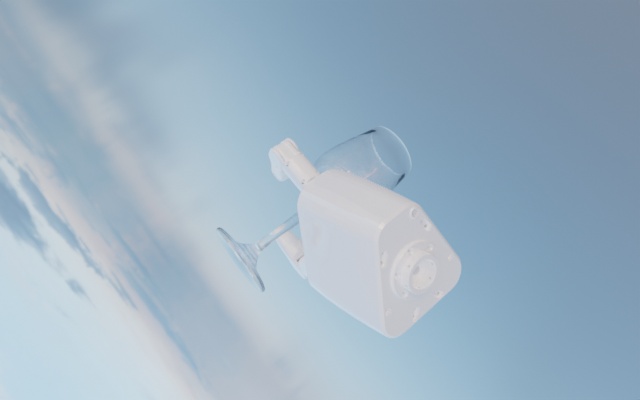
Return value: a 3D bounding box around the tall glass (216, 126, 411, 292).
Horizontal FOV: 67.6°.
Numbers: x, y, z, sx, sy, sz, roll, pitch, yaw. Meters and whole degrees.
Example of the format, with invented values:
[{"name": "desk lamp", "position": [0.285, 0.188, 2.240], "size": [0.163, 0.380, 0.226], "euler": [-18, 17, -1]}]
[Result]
[{"name": "tall glass", "position": [-0.001, 0.002, 0.482], "size": [0.201, 0.079, 0.079], "euler": [-36, 14, -20]}]
